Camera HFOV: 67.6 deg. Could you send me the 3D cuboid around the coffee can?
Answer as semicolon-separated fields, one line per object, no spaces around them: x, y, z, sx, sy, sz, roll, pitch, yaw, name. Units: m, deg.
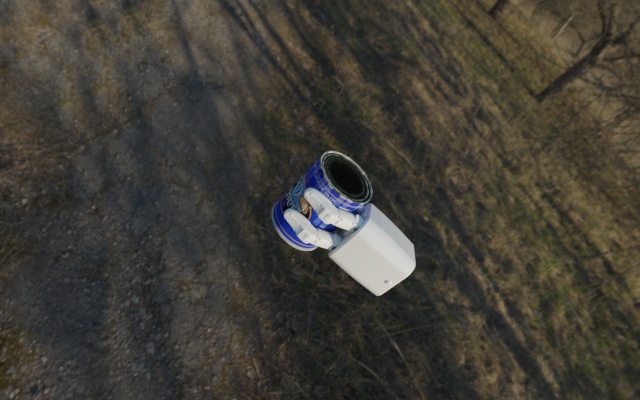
0.000;0.002;0.776;0.103;0.102;0.140;0;-35;-46;coffee can
